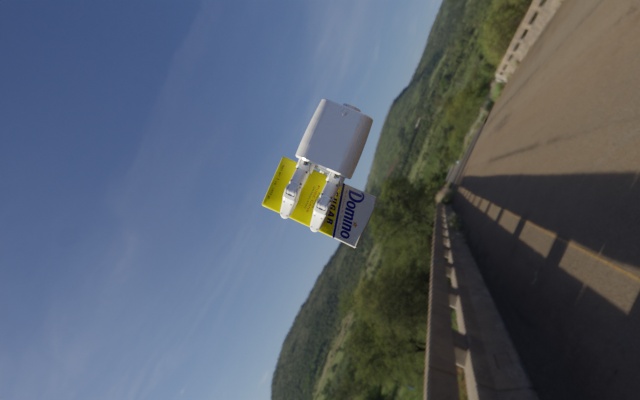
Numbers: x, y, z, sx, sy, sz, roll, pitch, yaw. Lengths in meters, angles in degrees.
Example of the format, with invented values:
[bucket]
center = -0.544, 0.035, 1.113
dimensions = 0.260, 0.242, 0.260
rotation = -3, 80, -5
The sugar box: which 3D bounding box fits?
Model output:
[sugar box]
center = 0.000, 0.002, 0.808
dimensions = 0.176, 0.093, 0.048
rotation = 24, 2, 9
